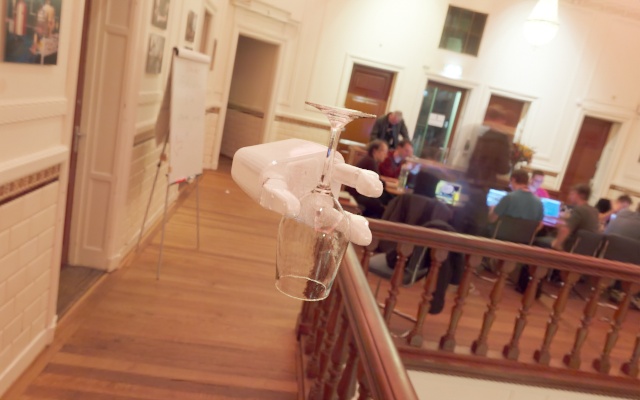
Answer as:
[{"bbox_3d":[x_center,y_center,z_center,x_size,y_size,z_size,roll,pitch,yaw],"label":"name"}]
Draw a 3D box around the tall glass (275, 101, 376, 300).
[{"bbox_3d":[0.000,0.001,0.507,0.079,0.201,0.079,11,12,-3],"label":"tall glass"}]
